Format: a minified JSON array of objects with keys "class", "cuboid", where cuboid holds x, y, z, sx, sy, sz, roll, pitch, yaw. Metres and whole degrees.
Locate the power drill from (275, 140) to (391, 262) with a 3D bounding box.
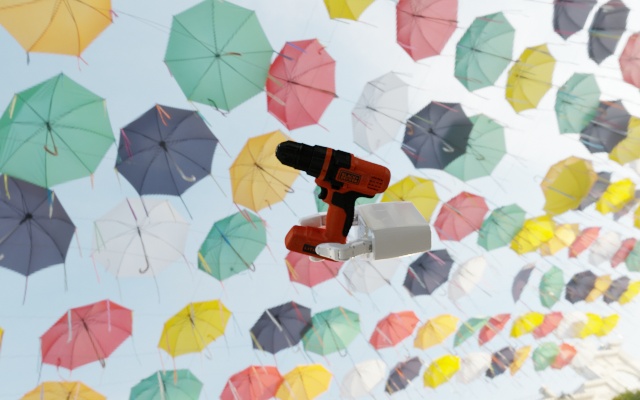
[{"class":"power drill","cuboid":[0.000,0.003,0.771,0.184,0.188,0.057,16,31,-6]}]
